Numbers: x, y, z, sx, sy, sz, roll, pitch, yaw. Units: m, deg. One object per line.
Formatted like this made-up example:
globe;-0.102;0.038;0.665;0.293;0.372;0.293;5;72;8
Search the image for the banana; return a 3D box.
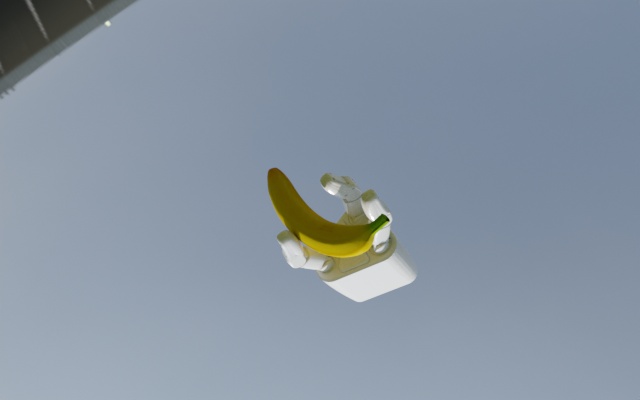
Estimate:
banana;-0.006;0.019;0.563;0.197;0.069;0.037;25;-5;39
